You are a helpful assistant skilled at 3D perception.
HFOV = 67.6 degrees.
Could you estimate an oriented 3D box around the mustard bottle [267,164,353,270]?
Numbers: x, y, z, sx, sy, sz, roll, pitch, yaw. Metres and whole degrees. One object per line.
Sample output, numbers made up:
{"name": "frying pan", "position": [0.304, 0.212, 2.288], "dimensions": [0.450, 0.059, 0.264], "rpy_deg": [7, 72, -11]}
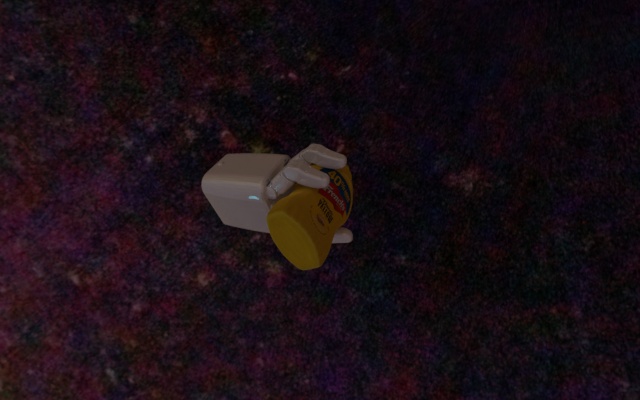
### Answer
{"name": "mustard bottle", "position": [0.000, 0.002, 0.669], "dimensions": [0.058, 0.096, 0.191], "rpy_deg": [-19, 23, 35]}
